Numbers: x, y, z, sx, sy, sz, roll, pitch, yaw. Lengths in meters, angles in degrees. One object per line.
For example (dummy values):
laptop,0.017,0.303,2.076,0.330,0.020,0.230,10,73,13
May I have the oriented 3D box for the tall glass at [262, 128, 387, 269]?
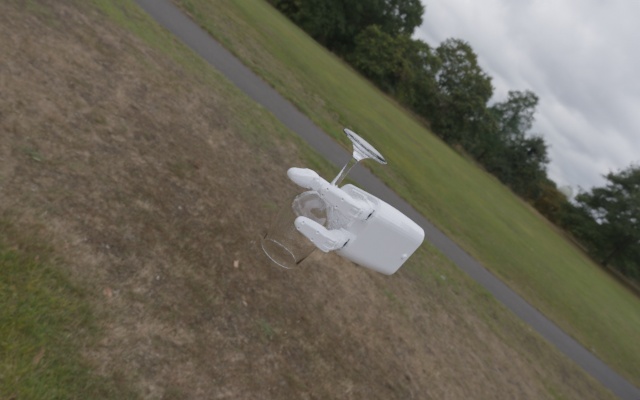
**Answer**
tall glass,0.000,0.002,0.661,0.079,0.201,0.079,36,16,-12
